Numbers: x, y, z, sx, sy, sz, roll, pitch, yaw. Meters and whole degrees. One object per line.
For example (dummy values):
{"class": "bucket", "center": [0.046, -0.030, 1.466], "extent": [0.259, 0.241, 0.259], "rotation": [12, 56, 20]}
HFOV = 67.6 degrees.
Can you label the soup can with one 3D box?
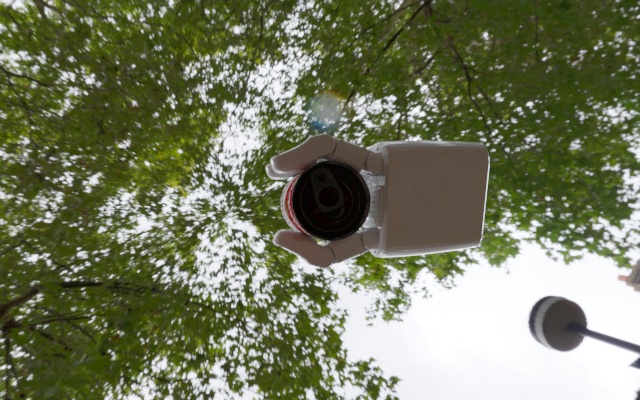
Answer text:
{"class": "soup can", "center": [0.000, 0.002, 0.449], "extent": [0.068, 0.068, 0.102], "rotation": [0, -2, -11]}
